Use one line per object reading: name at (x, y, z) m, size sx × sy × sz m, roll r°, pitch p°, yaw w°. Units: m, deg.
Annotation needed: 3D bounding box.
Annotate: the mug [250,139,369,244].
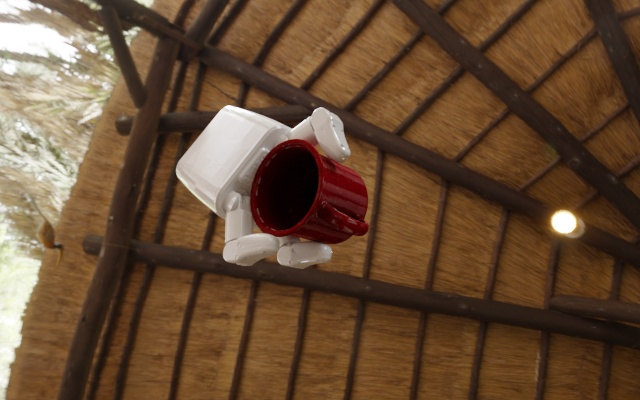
mug at (0.001, 0.002, 0.456) m, size 0.081 × 0.093 × 0.117 m, roll 20°, pitch 8°, yaw -47°
